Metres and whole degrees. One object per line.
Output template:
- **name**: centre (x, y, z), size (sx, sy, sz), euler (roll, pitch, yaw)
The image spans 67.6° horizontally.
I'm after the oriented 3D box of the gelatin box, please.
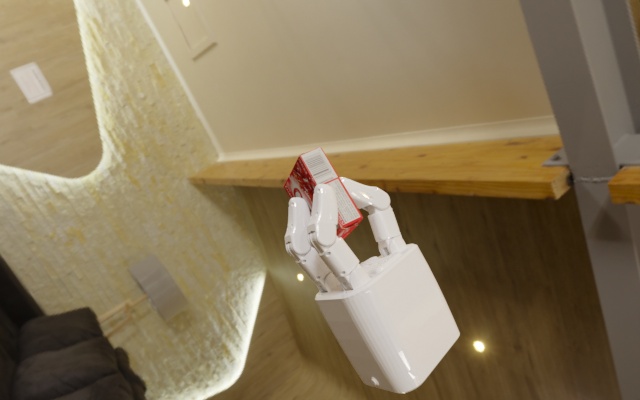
- **gelatin box**: centre (0.000, 0.001, 0.496), size (0.030, 0.089, 0.073), euler (-23, -15, -25)
